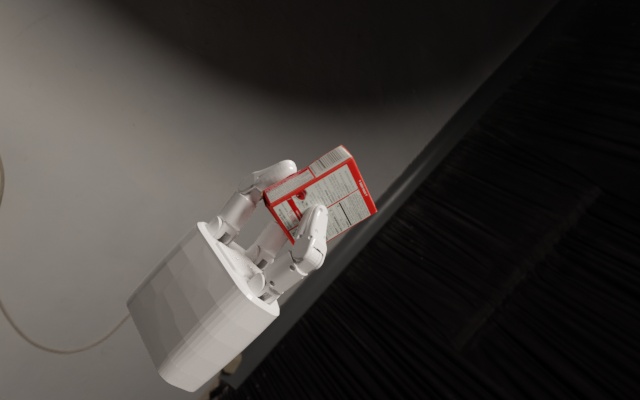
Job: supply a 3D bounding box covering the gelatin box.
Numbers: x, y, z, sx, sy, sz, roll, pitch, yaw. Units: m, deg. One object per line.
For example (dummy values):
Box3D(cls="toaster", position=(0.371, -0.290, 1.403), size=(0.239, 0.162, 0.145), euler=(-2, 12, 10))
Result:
Box3D(cls="gelatin box", position=(0.001, 0.002, 0.449), size=(0.089, 0.073, 0.030), euler=(-31, 38, -2))
